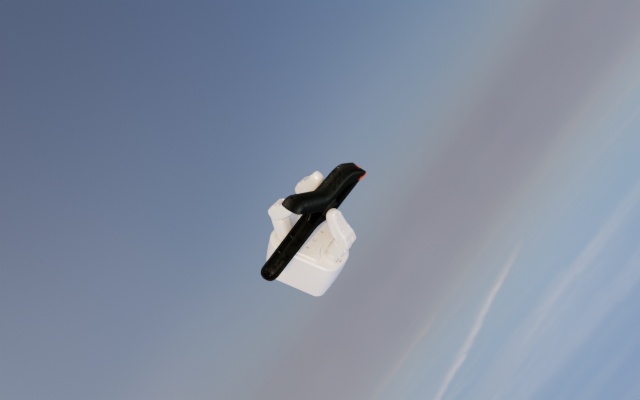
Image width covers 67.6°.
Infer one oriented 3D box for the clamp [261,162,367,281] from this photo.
[{"bbox_3d":[0.001,0.002,0.641,0.036,0.210,0.165,37,-34,12],"label":"clamp"}]
